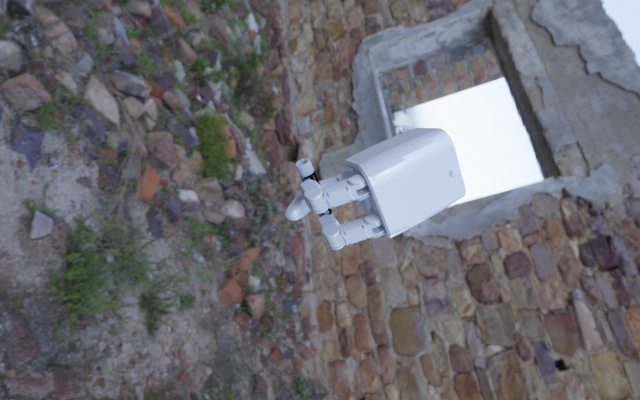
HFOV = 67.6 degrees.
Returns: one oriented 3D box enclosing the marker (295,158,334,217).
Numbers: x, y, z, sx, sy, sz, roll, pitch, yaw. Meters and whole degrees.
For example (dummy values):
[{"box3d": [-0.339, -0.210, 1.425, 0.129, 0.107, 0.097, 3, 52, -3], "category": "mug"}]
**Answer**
[{"box3d": [0.000, 0.002, 0.597, 0.020, 0.121, 0.020, -18, 31, 11], "category": "marker"}]
